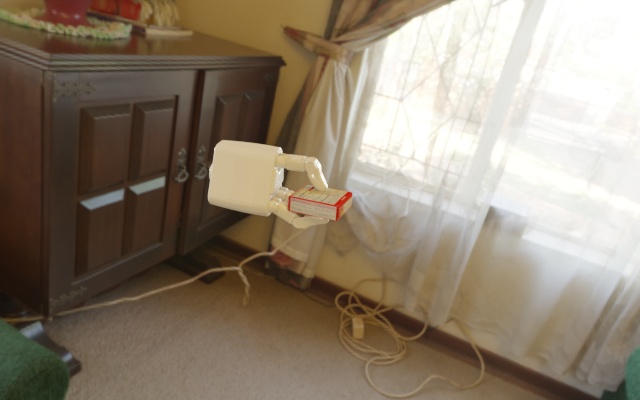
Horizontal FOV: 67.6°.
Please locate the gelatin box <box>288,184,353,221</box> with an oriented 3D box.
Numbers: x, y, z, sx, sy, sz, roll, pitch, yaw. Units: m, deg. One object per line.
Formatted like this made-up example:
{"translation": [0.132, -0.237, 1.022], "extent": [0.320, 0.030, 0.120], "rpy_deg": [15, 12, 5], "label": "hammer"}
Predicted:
{"translation": [0.000, 0.002, 0.795], "extent": [0.089, 0.030, 0.073], "rpy_deg": [11, 22, 19], "label": "gelatin box"}
